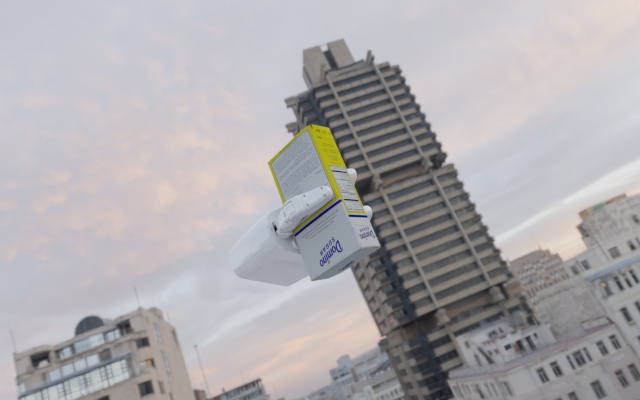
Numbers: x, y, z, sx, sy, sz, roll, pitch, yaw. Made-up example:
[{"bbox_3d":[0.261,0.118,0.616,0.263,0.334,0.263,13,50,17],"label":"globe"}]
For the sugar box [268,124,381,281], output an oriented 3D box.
[{"bbox_3d":[0.000,0.002,0.602,0.048,0.176,0.093,0,-30,-47],"label":"sugar box"}]
